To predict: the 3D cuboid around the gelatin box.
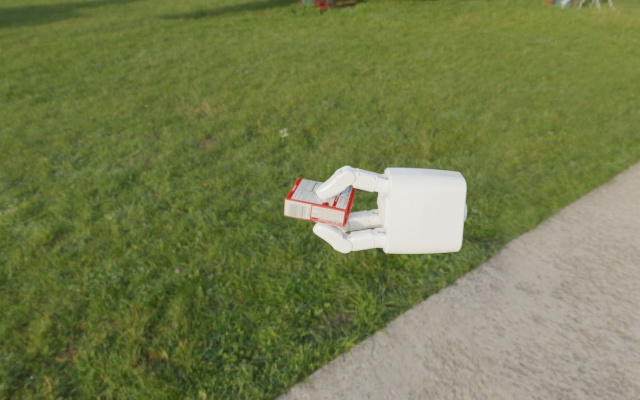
[{"bbox_3d":[0.000,0.002,0.678,0.089,0.030,0.073,11,28,7],"label":"gelatin box"}]
